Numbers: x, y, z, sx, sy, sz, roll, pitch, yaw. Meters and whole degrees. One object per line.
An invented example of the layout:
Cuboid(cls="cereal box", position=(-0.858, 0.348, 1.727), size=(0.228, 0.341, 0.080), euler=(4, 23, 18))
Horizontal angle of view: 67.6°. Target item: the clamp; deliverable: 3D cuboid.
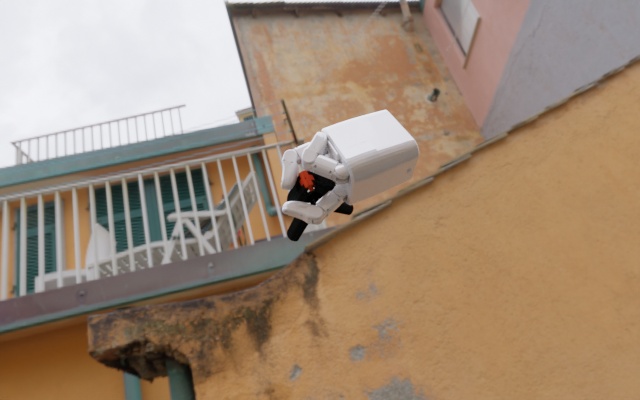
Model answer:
Cuboid(cls="clamp", position=(0.000, 0.002, 0.745), size=(0.120, 0.039, 0.172), euler=(-28, -23, -15))
